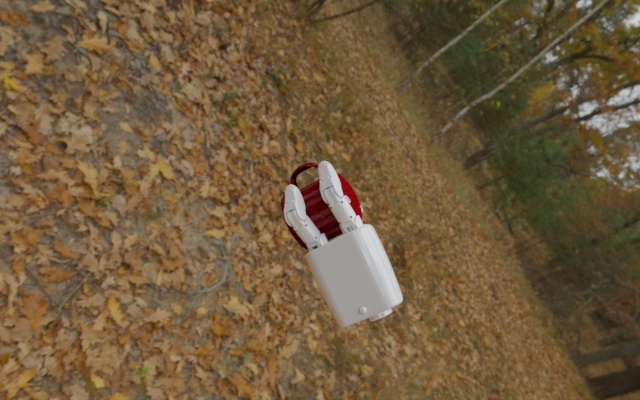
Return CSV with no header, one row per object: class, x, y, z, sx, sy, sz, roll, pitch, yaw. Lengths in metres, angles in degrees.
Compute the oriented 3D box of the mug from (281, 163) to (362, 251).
mug,0.000,0.001,0.668,0.081,0.117,0.093,-28,-9,22
